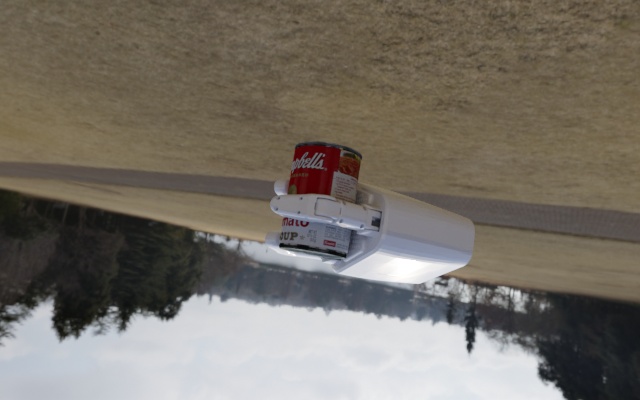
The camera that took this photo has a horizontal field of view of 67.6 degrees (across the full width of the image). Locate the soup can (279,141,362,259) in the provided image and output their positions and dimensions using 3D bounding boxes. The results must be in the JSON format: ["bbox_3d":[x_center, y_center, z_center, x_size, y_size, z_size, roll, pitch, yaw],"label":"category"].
[{"bbox_3d":[0.000,0.002,0.465,0.068,0.102,0.068,9,-10,2],"label":"soup can"}]
